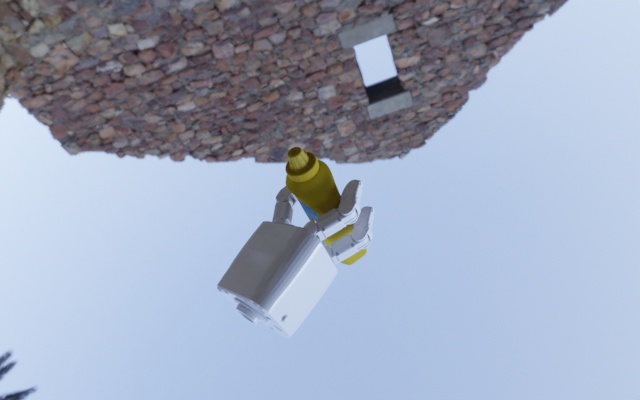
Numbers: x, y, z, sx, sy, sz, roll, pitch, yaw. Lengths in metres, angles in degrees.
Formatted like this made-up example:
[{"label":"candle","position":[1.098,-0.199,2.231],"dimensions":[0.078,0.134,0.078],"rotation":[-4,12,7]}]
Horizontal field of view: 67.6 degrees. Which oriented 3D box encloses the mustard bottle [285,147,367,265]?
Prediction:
[{"label":"mustard bottle","position":[0.000,0.002,0.632],"dimensions":[0.058,0.192,0.096],"rotation":[-35,45,-6]}]
